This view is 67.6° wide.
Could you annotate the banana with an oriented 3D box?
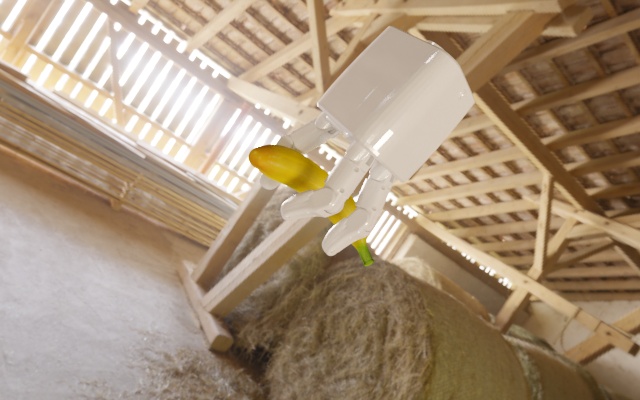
[{"bbox_3d":[-0.002,-0.007,0.495,0.198,0.037,0.069,41,18,-35],"label":"banana"}]
